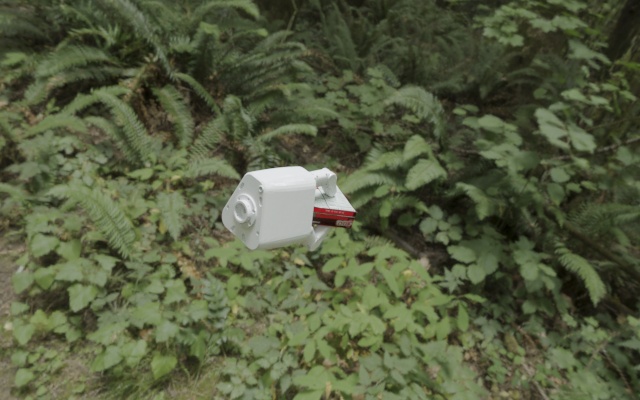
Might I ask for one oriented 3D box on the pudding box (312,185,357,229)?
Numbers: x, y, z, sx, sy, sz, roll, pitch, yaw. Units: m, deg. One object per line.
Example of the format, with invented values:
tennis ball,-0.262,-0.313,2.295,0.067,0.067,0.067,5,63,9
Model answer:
pudding box,0.000,0.003,0.825,0.090,0.039,0.113,9,27,-25
